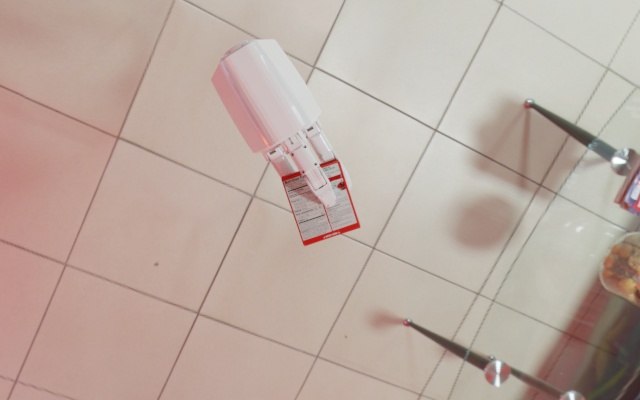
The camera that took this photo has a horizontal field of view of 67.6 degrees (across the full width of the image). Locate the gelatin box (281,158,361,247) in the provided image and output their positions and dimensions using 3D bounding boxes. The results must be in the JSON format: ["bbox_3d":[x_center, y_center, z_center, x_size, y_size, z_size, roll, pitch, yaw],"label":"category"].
[{"bbox_3d":[0.000,0.002,0.578,0.073,0.089,0.030,-19,7,-1],"label":"gelatin box"}]
